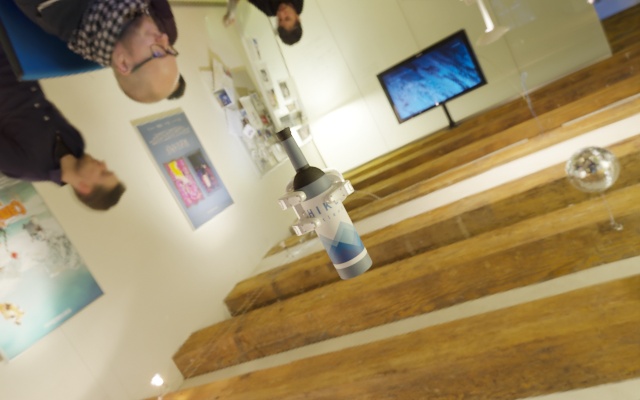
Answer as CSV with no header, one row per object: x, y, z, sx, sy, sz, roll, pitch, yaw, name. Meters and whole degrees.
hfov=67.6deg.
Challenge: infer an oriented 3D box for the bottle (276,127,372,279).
0.000,0.003,0.873,0.069,0.296,0.069,-27,11,6,bottle
